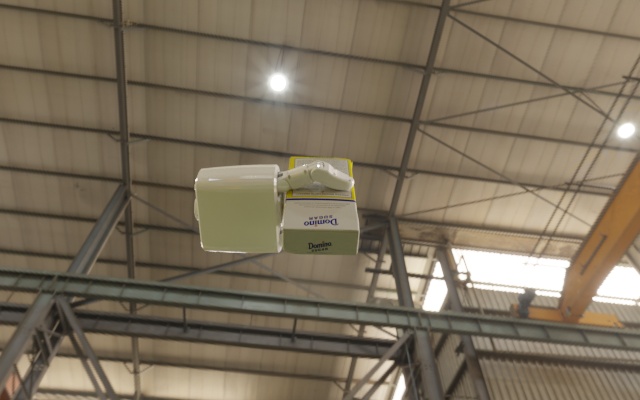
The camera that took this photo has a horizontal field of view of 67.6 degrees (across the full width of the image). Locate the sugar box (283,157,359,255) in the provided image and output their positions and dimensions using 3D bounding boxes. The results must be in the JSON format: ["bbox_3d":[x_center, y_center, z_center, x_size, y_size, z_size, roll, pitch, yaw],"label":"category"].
[{"bbox_3d":[0.000,0.002,0.640,0.093,0.048,0.176,2,36,0],"label":"sugar box"}]
